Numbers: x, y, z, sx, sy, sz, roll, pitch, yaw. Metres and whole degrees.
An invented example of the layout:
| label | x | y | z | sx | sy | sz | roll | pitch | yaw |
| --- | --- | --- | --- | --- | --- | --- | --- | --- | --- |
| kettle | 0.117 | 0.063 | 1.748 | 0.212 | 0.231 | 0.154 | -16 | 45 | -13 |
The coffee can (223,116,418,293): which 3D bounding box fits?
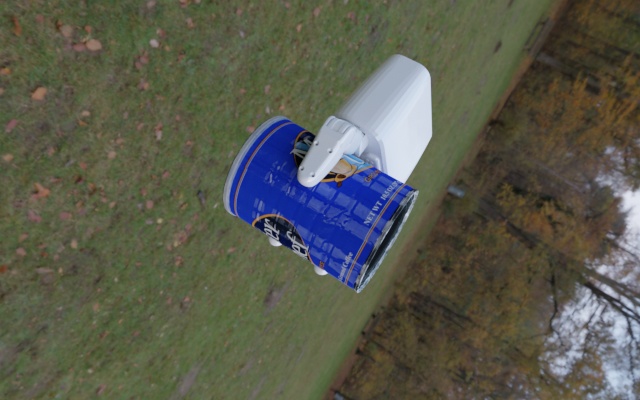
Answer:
| label | x | y | z | sx | sy | sz | roll | pitch | yaw |
| --- | --- | --- | --- | --- | --- | --- | --- | --- | --- |
| coffee can | 0.000 | 0.001 | 0.426 | 0.140 | 0.103 | 0.103 | 30 | 8 | 15 |
